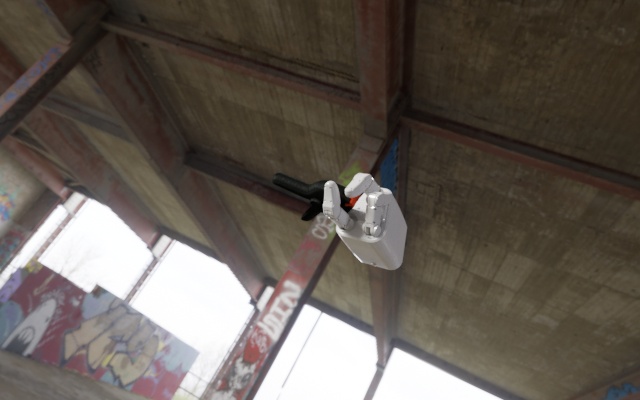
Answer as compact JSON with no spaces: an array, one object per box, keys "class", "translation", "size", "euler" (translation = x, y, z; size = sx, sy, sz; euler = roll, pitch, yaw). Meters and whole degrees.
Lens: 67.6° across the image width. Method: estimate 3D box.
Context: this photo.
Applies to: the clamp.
[{"class":"clamp","translation":[0.000,0.002,0.858],"size":[0.171,0.039,0.120],"euler":[12,-29,37]}]
